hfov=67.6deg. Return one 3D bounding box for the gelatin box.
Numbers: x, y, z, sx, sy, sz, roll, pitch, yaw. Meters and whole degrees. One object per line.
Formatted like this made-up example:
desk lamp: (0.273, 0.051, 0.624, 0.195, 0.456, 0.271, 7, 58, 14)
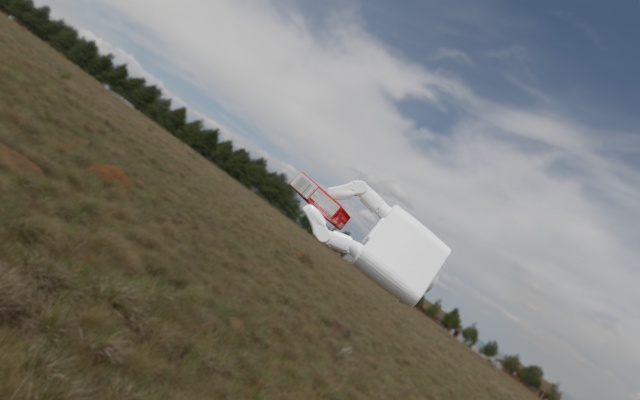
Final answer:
gelatin box: (0.000, 0.002, 0.725, 0.089, 0.030, 0.073, 41, -3, 18)
